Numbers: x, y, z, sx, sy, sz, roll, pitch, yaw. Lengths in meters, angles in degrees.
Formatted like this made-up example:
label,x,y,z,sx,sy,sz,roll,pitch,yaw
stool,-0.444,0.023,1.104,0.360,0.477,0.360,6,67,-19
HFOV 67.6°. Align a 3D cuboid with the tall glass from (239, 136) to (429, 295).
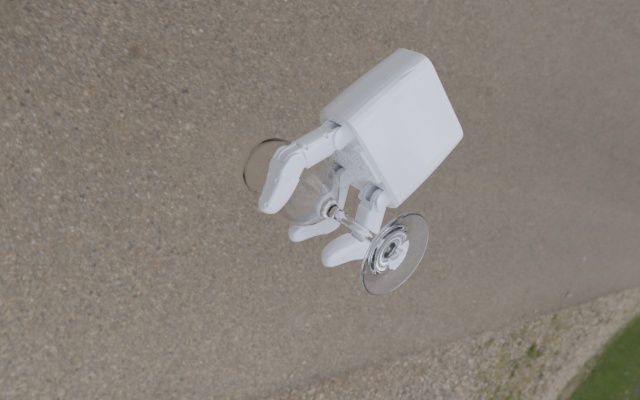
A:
label,x,y,z,sx,sy,sz,roll,pitch,yaw
tall glass,0.000,0.002,0.444,0.079,0.079,0.201,0,25,-42
